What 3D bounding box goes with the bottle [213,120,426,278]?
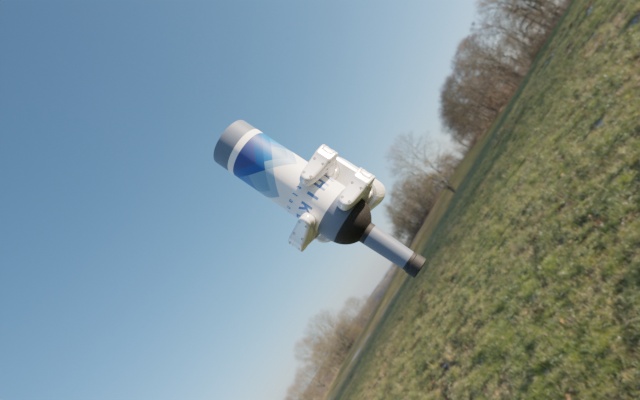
[{"bbox_3d":[0.000,0.002,0.602,0.295,0.069,0.069,34,8,12],"label":"bottle"}]
